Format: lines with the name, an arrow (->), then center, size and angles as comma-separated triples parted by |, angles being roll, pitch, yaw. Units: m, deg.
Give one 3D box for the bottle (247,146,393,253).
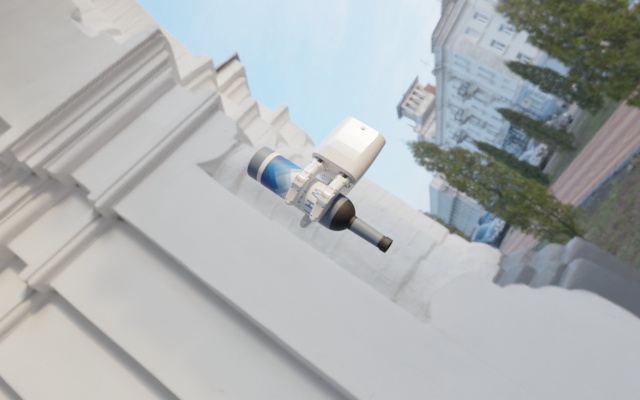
bottle -> 0.000, 0.003, 0.864 | 0.295, 0.069, 0.069 | 33, 11, 17
